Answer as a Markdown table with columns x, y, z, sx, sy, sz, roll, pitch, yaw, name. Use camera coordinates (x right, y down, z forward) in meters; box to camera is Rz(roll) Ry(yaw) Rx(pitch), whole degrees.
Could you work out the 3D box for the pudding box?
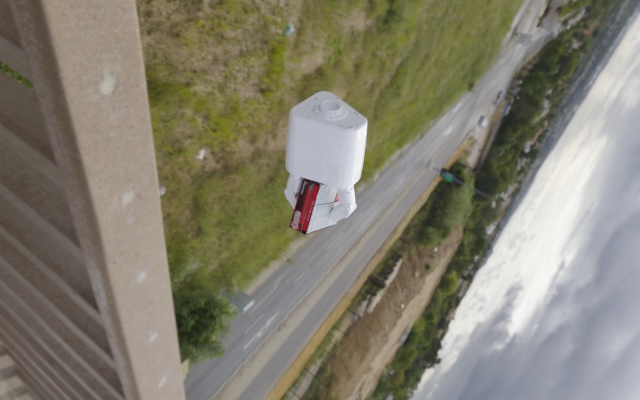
| x | y | z | sx | sy | sz | roll | pitch | yaw | name |
| --- | --- | --- | --- | --- | --- | --- | --- | --- | --- |
| 0.000 | 0.003 | 0.797 | 0.039 | 0.090 | 0.113 | 26 | 18 | 25 | pudding box |
